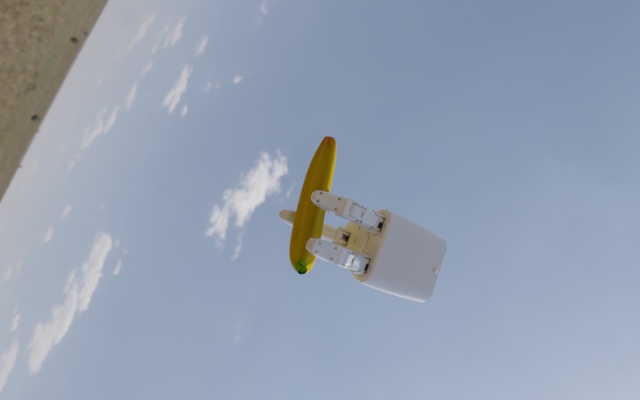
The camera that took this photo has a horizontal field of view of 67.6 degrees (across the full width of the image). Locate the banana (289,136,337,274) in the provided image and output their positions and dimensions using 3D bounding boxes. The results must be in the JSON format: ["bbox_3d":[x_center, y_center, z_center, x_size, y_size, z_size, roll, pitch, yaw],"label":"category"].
[{"bbox_3d":[-0.008,0.012,0.605,0.037,0.197,0.070,20,-31,-17],"label":"banana"}]
